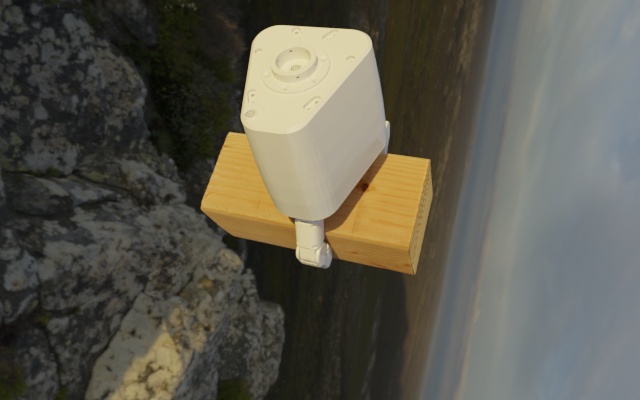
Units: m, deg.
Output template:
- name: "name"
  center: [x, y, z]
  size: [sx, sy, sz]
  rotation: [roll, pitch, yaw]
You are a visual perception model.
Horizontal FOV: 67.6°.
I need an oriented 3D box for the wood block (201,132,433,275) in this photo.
- name: "wood block"
  center: [0.000, 0.002, 0.483]
  size: [0.206, 0.090, 0.090]
  rotation: [10, -20, 18]
